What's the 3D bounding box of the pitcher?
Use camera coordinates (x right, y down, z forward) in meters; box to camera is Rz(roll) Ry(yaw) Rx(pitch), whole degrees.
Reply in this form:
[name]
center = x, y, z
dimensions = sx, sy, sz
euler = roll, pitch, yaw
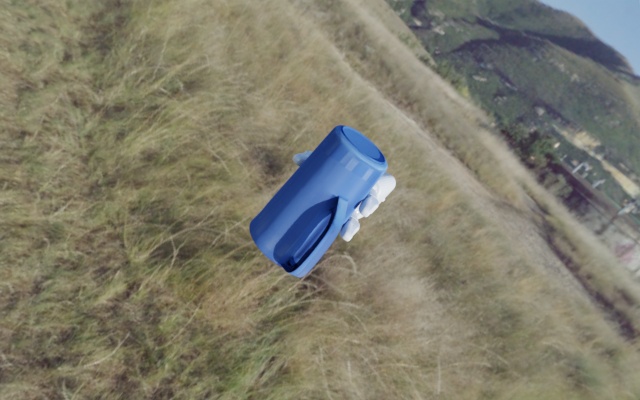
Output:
[pitcher]
center = 0.000, 0.003, 0.797
dimensions = 0.149, 0.243, 0.145
euler = 46, 24, 14
